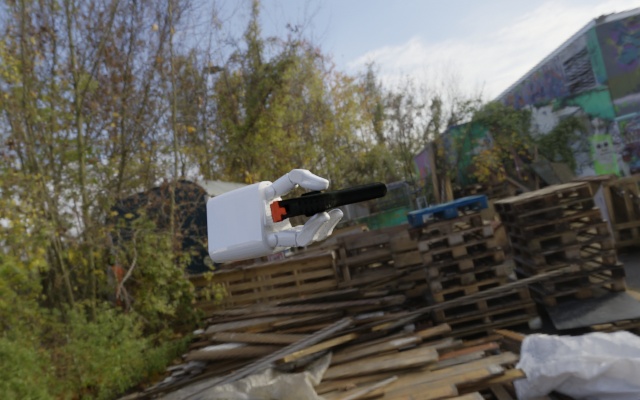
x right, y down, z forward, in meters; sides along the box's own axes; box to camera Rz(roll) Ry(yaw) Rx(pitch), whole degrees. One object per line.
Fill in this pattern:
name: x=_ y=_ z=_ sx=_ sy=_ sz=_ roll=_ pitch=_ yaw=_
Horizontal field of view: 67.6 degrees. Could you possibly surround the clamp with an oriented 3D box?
clamp: x=0.000 y=0.002 z=0.710 sx=0.164 sy=0.036 sz=0.210 roll=-13 pitch=-1 yaw=23
